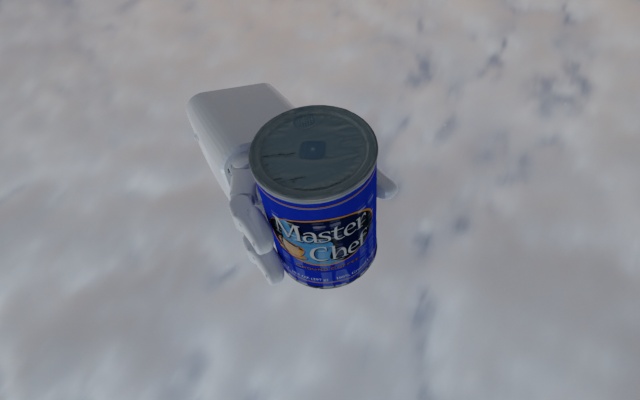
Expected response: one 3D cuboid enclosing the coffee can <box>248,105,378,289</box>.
[{"bbox_3d":[0.000,0.001,0.429,0.103,0.102,0.140,0,-38,7],"label":"coffee can"}]
